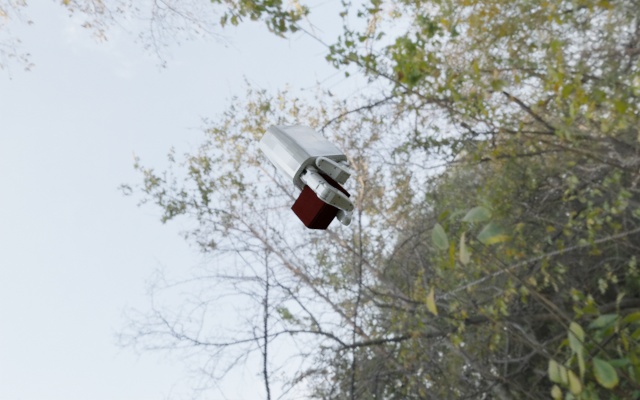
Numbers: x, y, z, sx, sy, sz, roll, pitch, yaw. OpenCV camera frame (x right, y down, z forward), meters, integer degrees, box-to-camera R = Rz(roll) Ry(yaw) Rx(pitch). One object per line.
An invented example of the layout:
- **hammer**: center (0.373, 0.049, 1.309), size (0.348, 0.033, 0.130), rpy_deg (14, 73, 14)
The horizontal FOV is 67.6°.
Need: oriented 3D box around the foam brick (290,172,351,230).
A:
- **foam brick**: center (0.000, 0.003, 0.777), size (0.051, 0.078, 0.053), rpy_deg (44, 17, 30)
